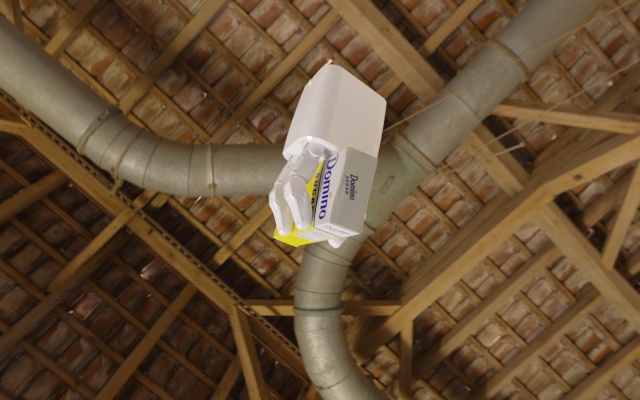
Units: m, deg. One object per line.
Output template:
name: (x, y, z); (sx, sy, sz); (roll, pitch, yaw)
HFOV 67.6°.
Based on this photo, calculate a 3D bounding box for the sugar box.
sugar box: (0.000, 0.002, 0.590); (0.048, 0.093, 0.176); (20, -18, -18)
